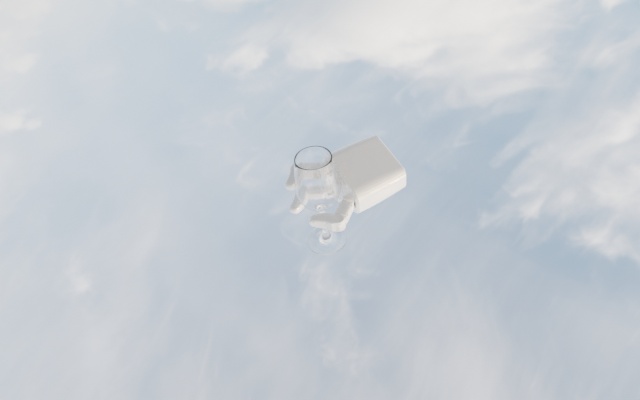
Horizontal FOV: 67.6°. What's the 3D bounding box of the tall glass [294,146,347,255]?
[{"bbox_3d":[0.000,0.003,0.826,0.079,0.201,0.079,-5,44,5],"label":"tall glass"}]
